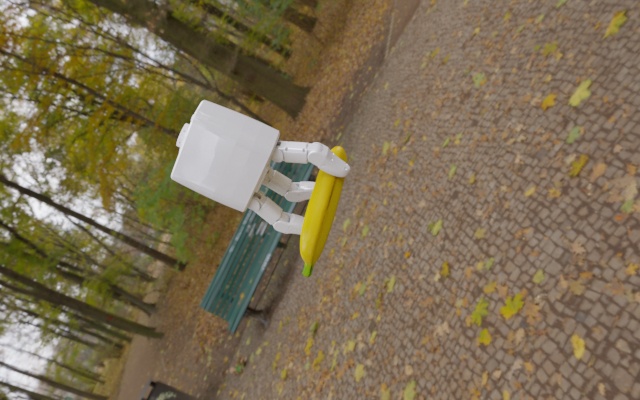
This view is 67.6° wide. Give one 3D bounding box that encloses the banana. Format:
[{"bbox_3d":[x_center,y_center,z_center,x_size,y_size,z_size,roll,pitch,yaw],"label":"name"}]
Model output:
[{"bbox_3d":[0.004,-0.001,0.635,0.037,0.197,0.070,20,-23,-7],"label":"banana"}]
